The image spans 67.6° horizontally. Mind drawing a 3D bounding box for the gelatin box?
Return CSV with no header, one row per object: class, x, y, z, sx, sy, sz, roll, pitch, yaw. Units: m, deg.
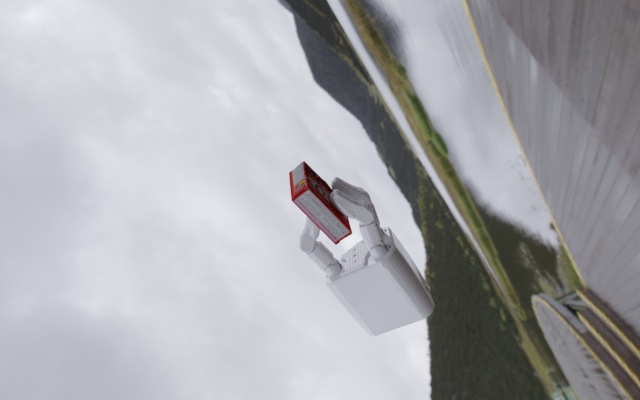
gelatin box,0.000,0.002,0.599,0.030,0.089,0.073,-37,27,15
